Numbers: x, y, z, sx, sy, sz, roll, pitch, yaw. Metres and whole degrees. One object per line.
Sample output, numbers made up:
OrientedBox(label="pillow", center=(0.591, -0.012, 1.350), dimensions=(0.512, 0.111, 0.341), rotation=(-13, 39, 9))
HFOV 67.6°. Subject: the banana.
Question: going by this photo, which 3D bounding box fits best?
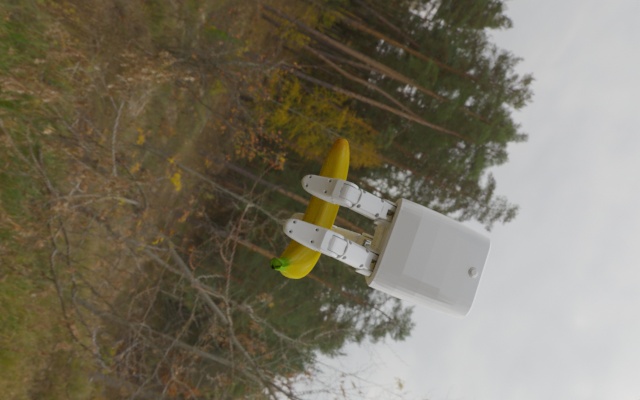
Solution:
OrientedBox(label="banana", center=(-0.003, 0.016, 0.535), dimensions=(0.037, 0.197, 0.070), rotation=(18, -38, 8))
